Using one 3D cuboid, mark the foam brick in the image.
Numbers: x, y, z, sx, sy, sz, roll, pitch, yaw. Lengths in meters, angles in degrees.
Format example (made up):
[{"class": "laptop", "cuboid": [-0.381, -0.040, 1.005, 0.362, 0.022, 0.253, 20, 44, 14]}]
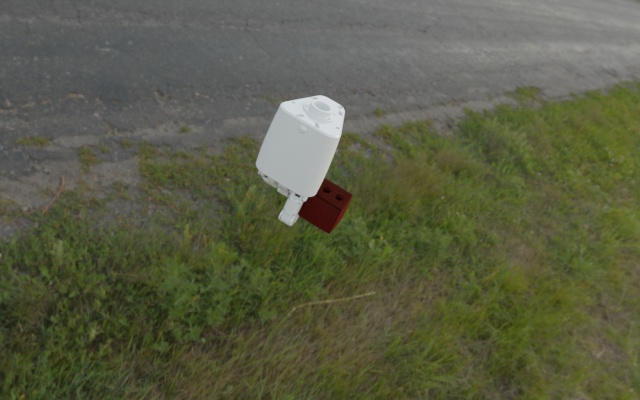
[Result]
[{"class": "foam brick", "cuboid": [0.000, 0.003, 0.729, 0.078, 0.051, 0.053, 31, 34, 6]}]
